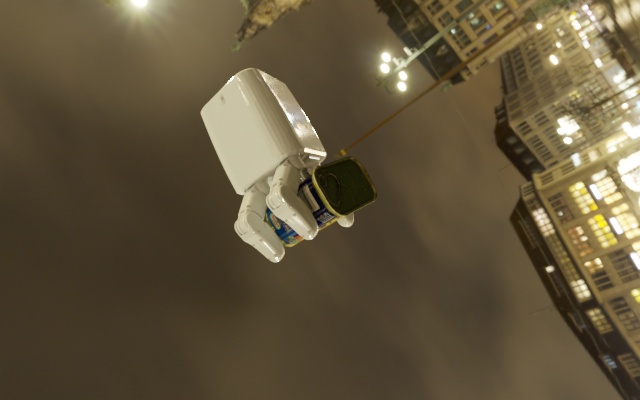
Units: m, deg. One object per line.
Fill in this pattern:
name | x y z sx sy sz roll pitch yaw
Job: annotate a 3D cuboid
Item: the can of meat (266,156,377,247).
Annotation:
can of meat | 0.000 0.002 0.523 0.084 0.057 0.102 -33 -5 34
